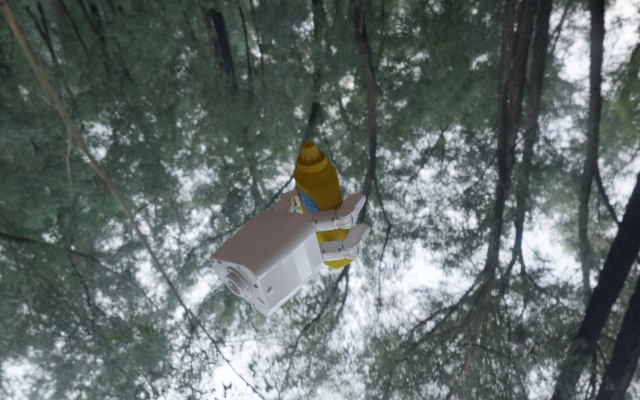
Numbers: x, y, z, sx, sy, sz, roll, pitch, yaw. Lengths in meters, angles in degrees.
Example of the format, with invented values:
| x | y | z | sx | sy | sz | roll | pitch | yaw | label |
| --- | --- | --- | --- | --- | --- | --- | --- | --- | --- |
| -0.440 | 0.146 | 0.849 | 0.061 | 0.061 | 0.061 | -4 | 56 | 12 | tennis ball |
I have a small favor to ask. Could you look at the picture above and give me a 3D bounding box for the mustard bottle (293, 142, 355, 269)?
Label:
| x | y | z | sx | sy | sz | roll | pitch | yaw | label |
| --- | --- | --- | --- | --- | --- | --- | --- | --- | --- |
| 0.000 | 0.002 | 0.685 | 0.058 | 0.192 | 0.096 | -24 | 37 | -14 | mustard bottle |
